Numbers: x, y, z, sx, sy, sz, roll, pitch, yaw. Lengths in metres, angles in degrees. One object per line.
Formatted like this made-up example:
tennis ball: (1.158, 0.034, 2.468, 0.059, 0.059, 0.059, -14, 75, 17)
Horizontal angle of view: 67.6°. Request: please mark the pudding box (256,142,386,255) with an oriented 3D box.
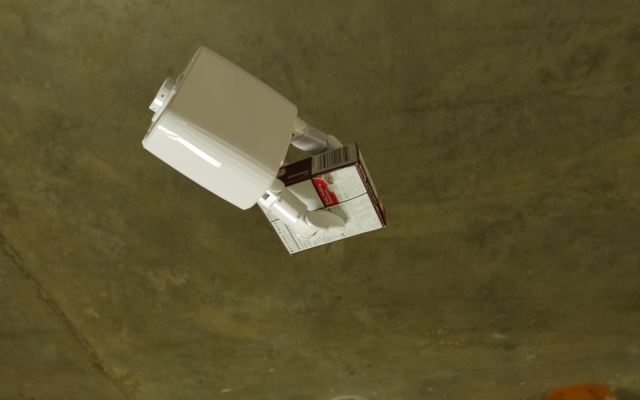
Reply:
pudding box: (0.000, 0.002, 0.487, 0.113, 0.090, 0.039, -16, 37, 16)
